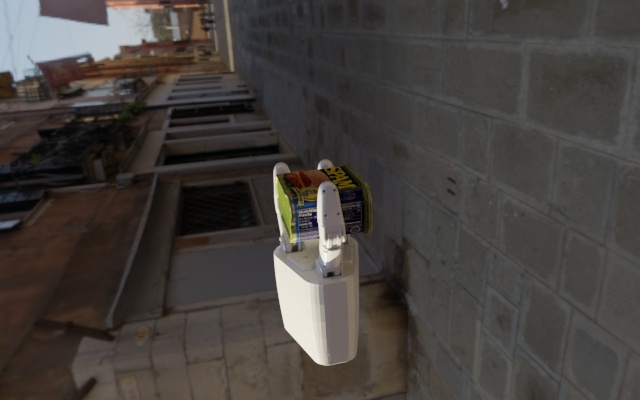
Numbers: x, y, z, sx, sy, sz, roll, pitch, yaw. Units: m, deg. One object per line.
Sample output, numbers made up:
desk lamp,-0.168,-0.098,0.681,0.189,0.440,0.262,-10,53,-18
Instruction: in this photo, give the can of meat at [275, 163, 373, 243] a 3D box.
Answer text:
can of meat,0.000,0.002,0.515,0.084,0.057,0.102,-8,23,-11
